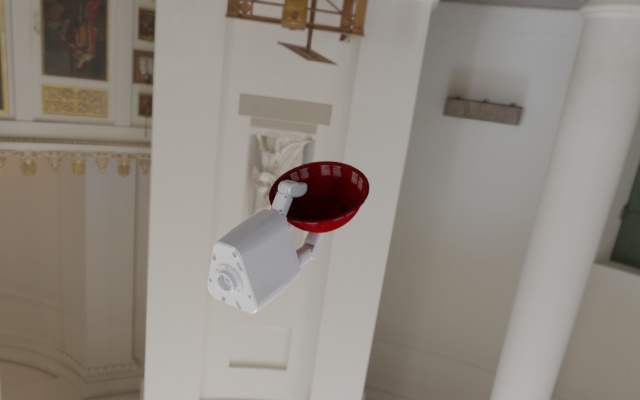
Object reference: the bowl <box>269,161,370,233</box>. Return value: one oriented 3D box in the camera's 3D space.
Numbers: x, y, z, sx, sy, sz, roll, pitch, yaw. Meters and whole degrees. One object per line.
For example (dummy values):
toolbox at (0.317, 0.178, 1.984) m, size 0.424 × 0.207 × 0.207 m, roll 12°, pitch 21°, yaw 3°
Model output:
bowl at (0.001, 0.002, 0.778) m, size 0.162 × 0.055 × 0.162 m, roll -5°, pitch 39°, yaw 4°
